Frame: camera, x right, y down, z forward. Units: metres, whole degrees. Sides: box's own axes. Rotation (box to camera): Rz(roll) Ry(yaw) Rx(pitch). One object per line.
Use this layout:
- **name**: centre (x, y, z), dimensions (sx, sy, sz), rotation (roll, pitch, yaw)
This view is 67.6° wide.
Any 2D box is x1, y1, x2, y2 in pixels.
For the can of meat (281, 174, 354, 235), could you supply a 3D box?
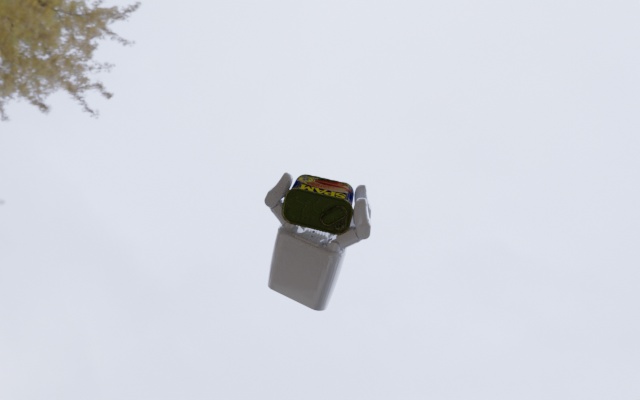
- **can of meat**: centre (0.000, 0.002, 0.723), dimensions (0.102, 0.057, 0.084), rotation (13, 21, 3)
